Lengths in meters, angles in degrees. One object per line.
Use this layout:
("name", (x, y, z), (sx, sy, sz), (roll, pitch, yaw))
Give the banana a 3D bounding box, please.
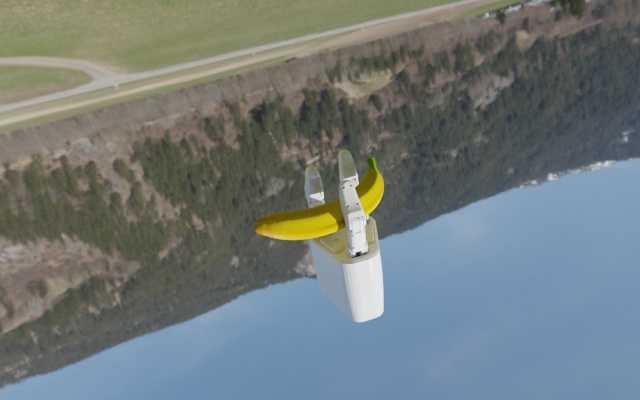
("banana", (0.014, 0.010, 0.612), (0.197, 0.037, 0.069), (-28, 47, -25))
